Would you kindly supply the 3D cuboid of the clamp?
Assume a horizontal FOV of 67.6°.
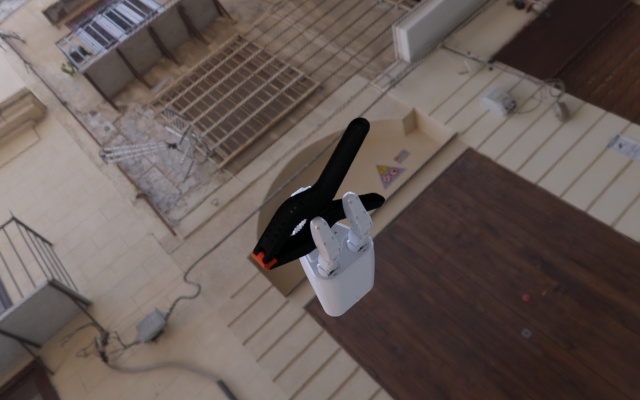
[{"bbox_3d":[-0.001,0.002,0.598,0.210,0.165,0.036,-37,51,-21],"label":"clamp"}]
